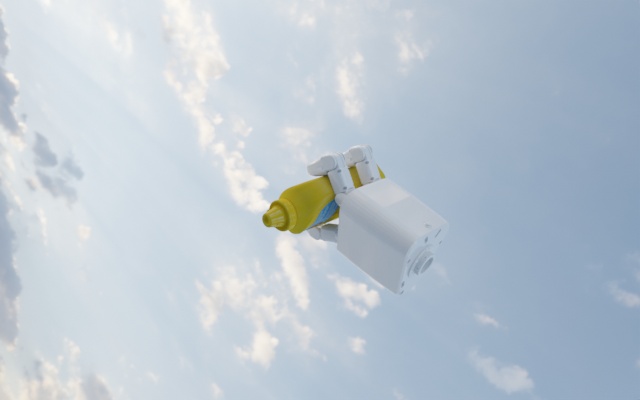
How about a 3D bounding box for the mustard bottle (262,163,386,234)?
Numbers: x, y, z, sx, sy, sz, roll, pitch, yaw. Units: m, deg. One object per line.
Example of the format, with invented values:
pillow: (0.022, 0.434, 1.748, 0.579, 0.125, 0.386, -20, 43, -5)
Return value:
mustard bottle: (0.000, 0.002, 0.646, 0.191, 0.058, 0.096, -20, -18, -43)
